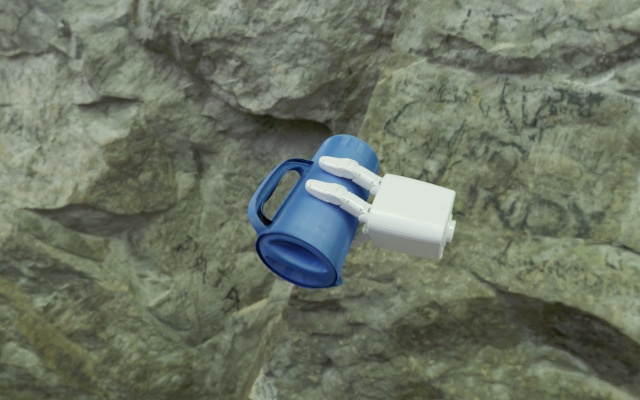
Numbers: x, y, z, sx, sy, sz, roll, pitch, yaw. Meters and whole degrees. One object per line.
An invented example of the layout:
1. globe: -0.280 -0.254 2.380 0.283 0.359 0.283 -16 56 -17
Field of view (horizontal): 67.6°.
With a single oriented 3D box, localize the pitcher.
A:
1. pitcher: 0.000 0.003 0.755 0.145 0.242 0.149 13 -38 19
